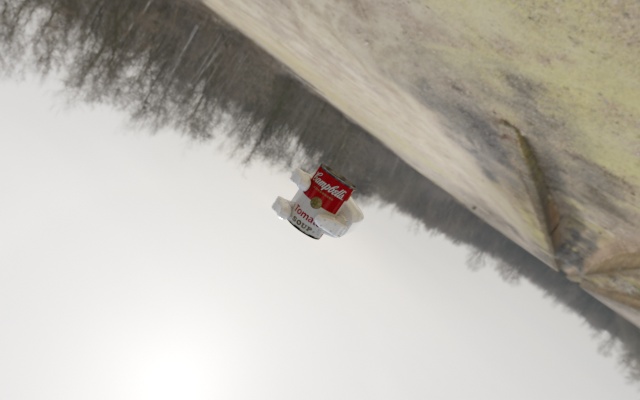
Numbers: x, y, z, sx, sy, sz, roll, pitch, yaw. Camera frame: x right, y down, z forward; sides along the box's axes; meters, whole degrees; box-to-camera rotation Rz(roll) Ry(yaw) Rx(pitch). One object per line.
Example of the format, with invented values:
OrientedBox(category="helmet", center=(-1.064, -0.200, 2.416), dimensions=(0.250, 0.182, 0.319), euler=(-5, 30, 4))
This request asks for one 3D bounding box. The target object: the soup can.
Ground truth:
OrientedBox(category="soup can", center=(0.000, 0.003, 0.753), dimensions=(0.068, 0.102, 0.068), euler=(34, 9, -6))
